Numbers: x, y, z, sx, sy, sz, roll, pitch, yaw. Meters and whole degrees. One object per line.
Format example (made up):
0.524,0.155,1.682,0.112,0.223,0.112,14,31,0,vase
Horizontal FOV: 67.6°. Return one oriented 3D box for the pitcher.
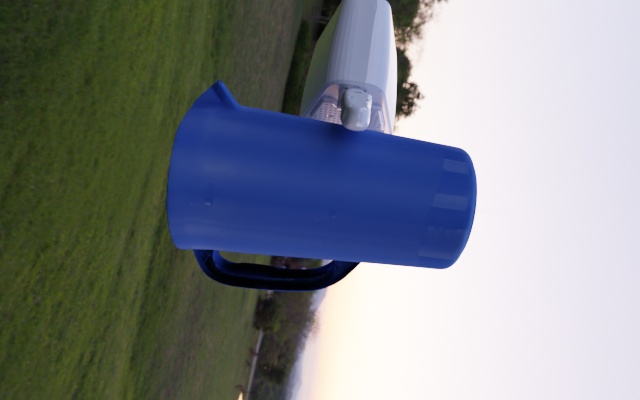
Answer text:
0.000,0.001,0.422,0.243,0.145,0.149,8,-23,0,pitcher
